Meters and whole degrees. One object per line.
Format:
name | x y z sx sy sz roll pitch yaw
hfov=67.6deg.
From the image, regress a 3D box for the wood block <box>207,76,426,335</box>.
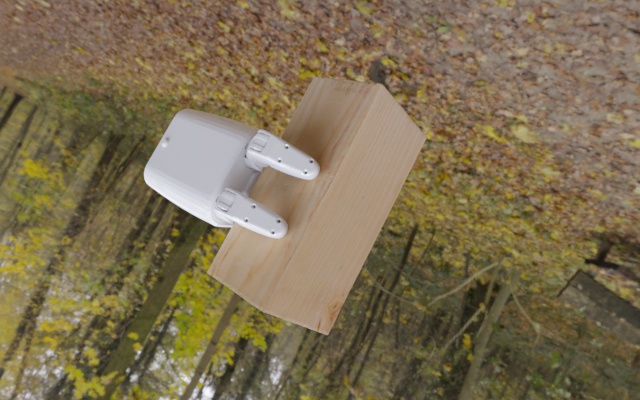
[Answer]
wood block | 0.000 0.002 0.438 0.090 0.206 0.091 21 -10 44
